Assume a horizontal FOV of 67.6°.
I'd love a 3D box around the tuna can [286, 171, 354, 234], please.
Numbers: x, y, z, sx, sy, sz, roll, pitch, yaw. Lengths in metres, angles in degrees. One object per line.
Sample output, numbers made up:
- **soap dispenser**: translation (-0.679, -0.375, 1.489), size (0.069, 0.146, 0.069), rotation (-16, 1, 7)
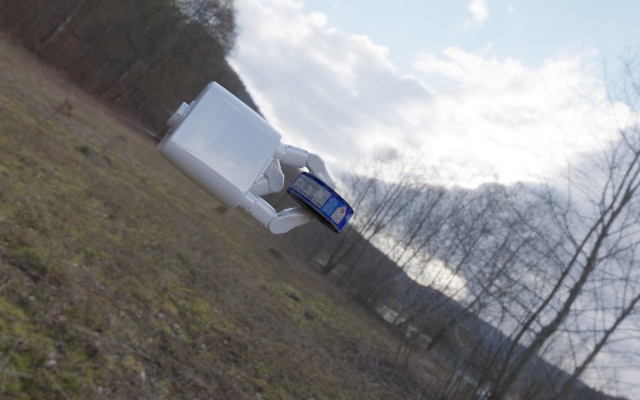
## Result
- **tuna can**: translation (0.001, 0.002, 0.598), size (0.086, 0.034, 0.086), rotation (39, -7, 5)
